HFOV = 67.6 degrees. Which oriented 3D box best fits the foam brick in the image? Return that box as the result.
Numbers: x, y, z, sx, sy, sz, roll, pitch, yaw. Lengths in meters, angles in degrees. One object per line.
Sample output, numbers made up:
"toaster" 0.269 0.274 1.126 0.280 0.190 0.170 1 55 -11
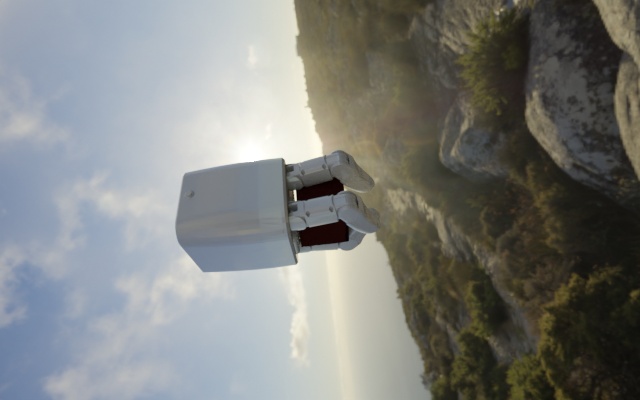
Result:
"foam brick" 0.000 0.002 0.510 0.051 0.078 0.053 -6 -44 0
